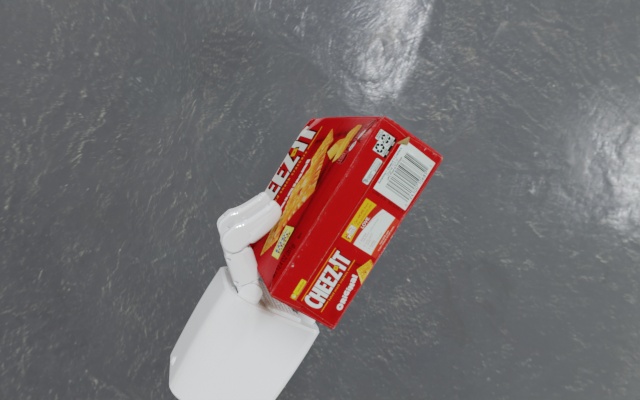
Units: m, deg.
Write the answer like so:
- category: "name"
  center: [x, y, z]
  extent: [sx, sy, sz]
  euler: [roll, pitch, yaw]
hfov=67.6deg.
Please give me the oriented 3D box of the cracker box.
- category: "cracker box"
  center: [0.000, 0.002, 0.463]
  extent: [0.072, 0.164, 0.213]
  euler: [33, -1, -19]
